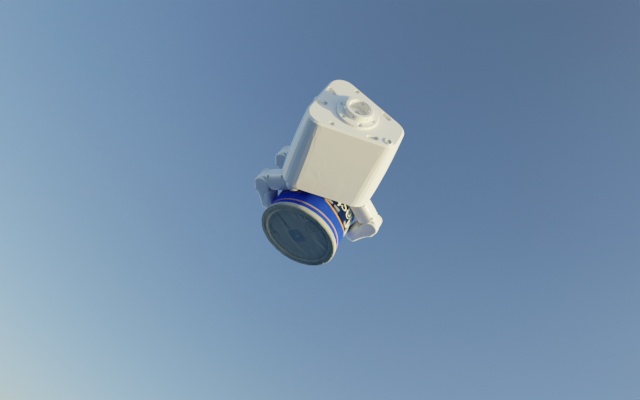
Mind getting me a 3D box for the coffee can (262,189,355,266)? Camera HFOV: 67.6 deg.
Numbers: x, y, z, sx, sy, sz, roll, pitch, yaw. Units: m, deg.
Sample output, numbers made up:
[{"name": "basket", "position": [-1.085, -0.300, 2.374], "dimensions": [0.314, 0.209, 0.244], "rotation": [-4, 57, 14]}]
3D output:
[{"name": "coffee can", "position": [0.000, 0.002, 0.641], "dimensions": [0.103, 0.103, 0.140], "rotation": [0, 38, 33]}]
